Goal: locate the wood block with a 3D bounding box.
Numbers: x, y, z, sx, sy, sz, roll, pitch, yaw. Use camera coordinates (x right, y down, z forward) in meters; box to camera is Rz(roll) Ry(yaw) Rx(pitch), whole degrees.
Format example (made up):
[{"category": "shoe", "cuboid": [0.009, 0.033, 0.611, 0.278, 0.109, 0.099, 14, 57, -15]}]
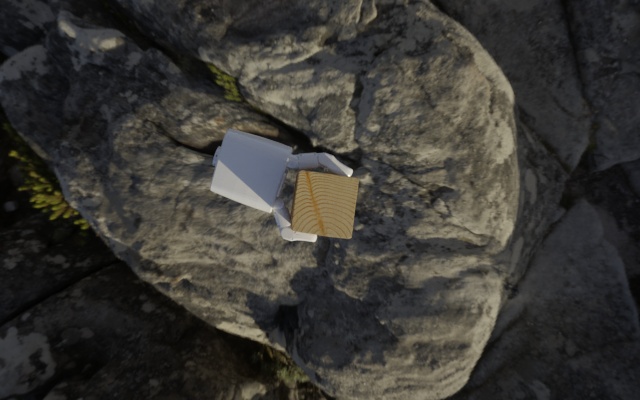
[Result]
[{"category": "wood block", "cuboid": [0.000, 0.003, 0.783, 0.090, 0.091, 0.206, 8, 2, -4]}]
